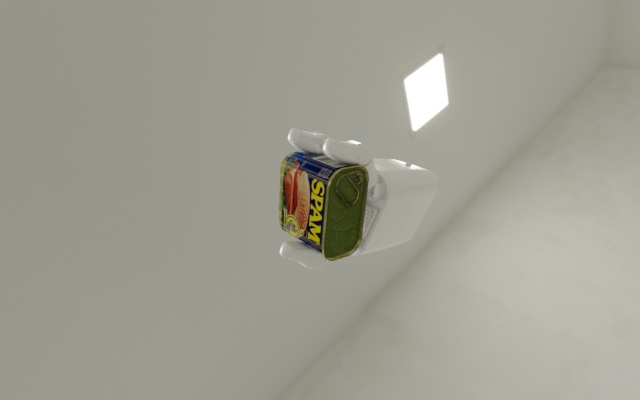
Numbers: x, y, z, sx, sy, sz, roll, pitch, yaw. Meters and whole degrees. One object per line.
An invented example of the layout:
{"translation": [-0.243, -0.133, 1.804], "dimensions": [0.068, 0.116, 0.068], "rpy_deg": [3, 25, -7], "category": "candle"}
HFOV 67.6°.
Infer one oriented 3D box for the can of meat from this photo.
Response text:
{"translation": [0.000, 0.002, 0.522], "dimensions": [0.057, 0.102, 0.084], "rpy_deg": [-13, 26, -40], "category": "can of meat"}
